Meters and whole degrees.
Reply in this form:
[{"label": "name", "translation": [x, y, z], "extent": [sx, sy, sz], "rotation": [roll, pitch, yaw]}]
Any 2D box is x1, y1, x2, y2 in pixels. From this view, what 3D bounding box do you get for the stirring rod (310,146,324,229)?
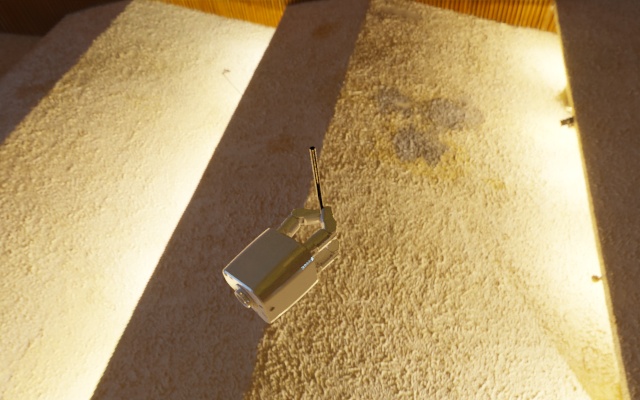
[{"label": "stirring rod", "translation": [0.000, 0.002, 0.773], "extent": [0.011, 0.011, 0.240], "rotation": [0, -40, 7]}]
